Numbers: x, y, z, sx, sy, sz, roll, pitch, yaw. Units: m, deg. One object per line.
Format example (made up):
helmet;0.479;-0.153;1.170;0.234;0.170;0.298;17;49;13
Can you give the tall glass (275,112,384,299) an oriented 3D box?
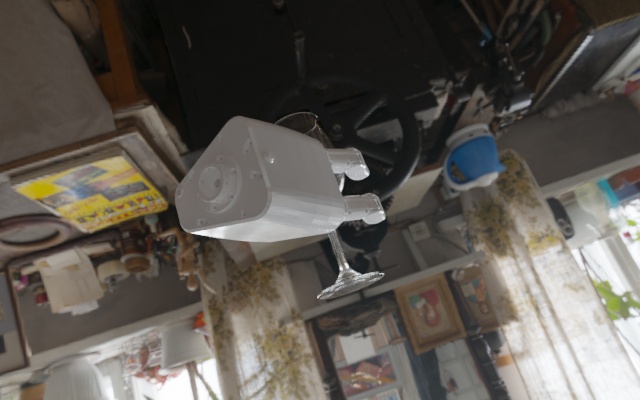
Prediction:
tall glass;0.000;0.002;0.531;0.079;0.201;0.079;-17;-20;-6
